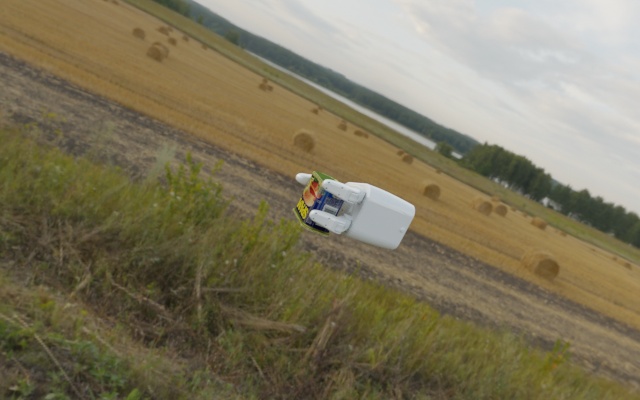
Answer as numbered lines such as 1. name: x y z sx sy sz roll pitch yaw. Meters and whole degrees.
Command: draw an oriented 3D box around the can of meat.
1. can of meat: 0.000 0.002 0.837 0.057 0.084 0.102 22 13 -20
